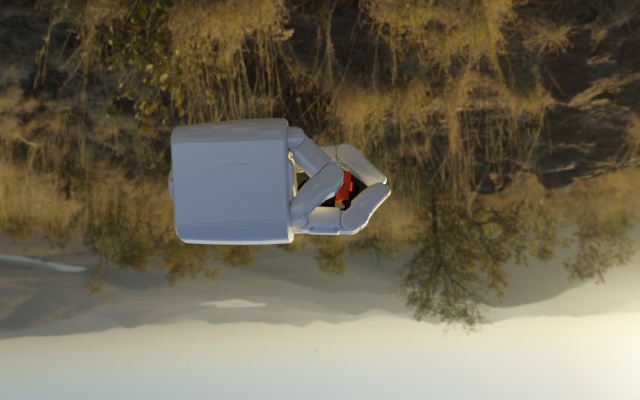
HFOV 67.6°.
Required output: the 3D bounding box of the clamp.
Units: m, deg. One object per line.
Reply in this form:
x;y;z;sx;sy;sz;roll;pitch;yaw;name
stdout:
0.000;0.002;0.531;0.120;0.039;0.171;-2;-15;0;clamp
